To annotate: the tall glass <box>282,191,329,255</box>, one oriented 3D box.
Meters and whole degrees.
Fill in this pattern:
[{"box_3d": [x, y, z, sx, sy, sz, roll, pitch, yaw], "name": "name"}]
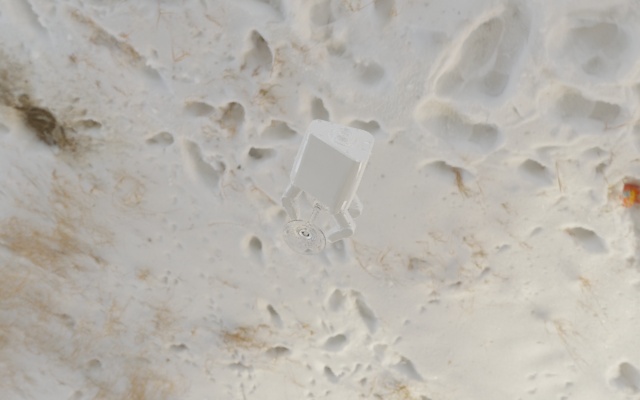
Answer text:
[{"box_3d": [0.000, 0.003, 0.844, 0.079, 0.079, 0.201, 0, 35, 19], "name": "tall glass"}]
